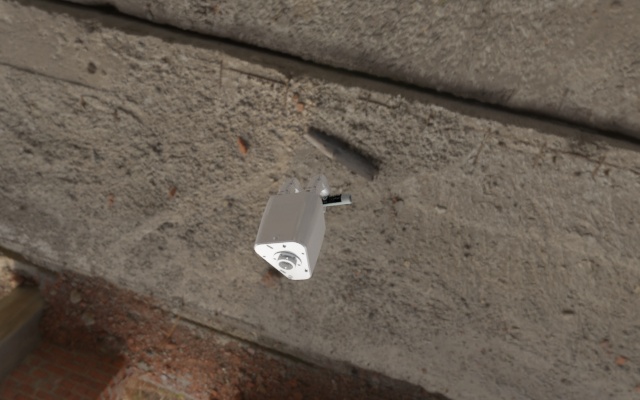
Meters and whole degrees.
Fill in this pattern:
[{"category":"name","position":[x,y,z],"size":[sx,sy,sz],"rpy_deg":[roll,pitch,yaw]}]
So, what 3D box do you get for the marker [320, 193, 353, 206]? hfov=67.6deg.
[{"category":"marker","position":[0.000,0.003,0.881],"size":[0.121,0.020,0.020],"rpy_deg":[-8,-3,25]}]
